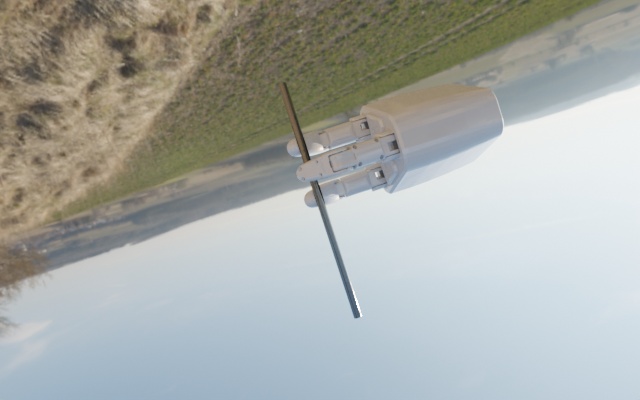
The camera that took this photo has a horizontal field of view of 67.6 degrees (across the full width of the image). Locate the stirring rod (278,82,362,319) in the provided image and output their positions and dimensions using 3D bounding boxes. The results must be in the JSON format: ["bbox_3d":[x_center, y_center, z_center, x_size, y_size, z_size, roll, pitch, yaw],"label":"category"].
[{"bbox_3d":[0.000,0.001,0.468,0.011,0.239,0.011,-18,3,1],"label":"stirring rod"}]
